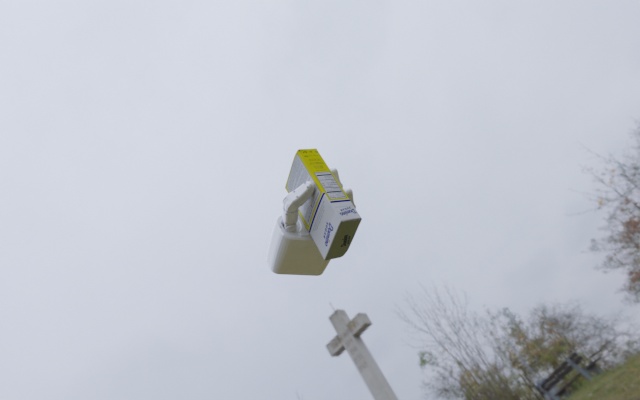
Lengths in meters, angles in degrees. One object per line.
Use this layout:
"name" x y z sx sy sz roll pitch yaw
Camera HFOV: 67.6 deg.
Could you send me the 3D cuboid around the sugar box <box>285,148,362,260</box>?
"sugar box" 0.001 0.003 0.794 0.048 0.093 0.176 -8 48 -30
